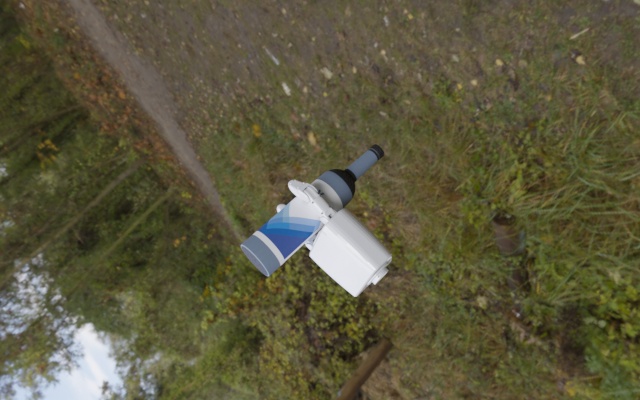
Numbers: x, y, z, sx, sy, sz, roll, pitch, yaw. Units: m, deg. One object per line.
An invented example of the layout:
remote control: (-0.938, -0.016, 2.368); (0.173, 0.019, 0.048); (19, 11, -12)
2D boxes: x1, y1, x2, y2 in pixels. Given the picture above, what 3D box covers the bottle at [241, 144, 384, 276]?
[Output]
bottle: (0.000, 0.003, 0.798); (0.295, 0.069, 0.069); (-42, 17, -20)
